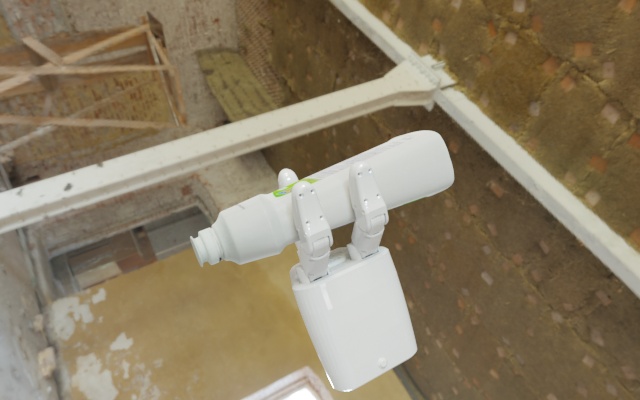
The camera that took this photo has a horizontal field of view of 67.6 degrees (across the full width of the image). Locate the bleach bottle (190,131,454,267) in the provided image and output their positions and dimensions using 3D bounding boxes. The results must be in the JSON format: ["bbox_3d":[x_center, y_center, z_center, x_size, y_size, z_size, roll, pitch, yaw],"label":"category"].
[{"bbox_3d":[0.000,0.001,0.458,0.251,0.068,0.102,-21,5,-21],"label":"bleach bottle"}]
